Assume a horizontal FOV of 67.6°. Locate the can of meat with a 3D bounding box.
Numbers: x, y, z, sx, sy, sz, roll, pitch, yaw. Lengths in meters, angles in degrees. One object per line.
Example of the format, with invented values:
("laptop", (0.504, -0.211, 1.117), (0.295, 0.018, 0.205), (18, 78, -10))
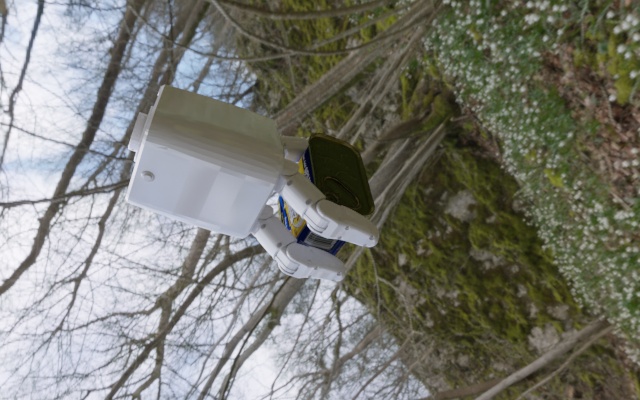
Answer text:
("can of meat", (0.000, 0.002, 0.454), (0.057, 0.102, 0.084), (15, -50, -23))
